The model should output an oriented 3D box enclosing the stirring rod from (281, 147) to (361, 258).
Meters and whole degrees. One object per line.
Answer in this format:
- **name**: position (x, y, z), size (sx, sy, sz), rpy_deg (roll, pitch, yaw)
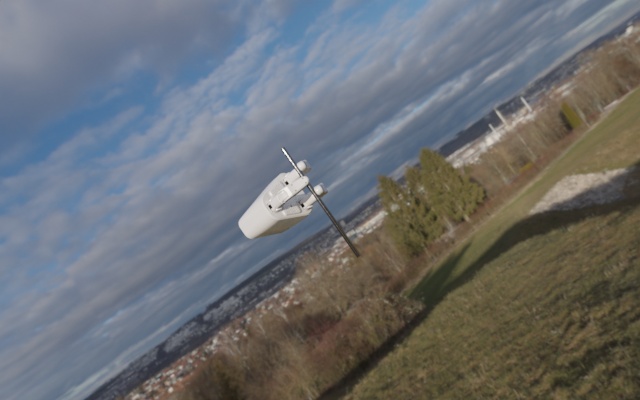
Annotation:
- **stirring rod**: position (0.000, 0.003, 0.864), size (0.011, 0.239, 0.011), rpy_deg (-35, -3, -2)
